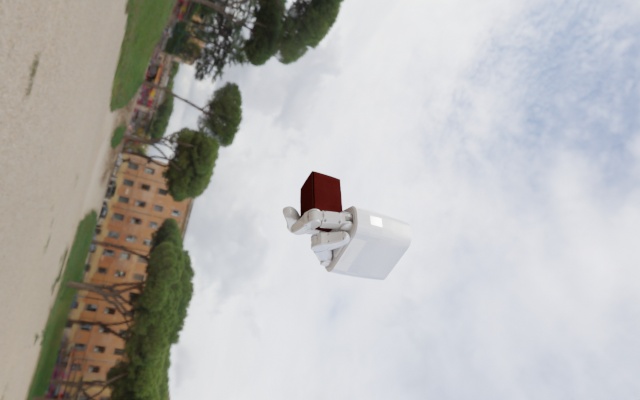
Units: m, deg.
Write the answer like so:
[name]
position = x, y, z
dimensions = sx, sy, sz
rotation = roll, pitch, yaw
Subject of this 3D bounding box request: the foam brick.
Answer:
[foam brick]
position = 0.000, 0.002, 0.769
dimensions = 0.051, 0.078, 0.053
rotation = 13, -37, -21
